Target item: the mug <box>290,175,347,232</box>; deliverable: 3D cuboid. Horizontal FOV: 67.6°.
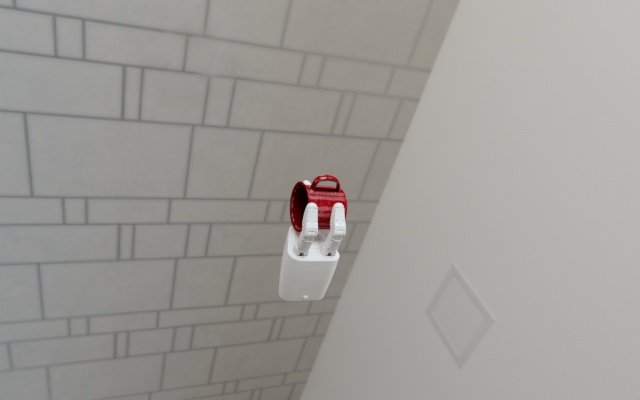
[{"bbox_3d":[0.001,0.002,0.877,0.081,0.117,0.093,2,34,-25],"label":"mug"}]
